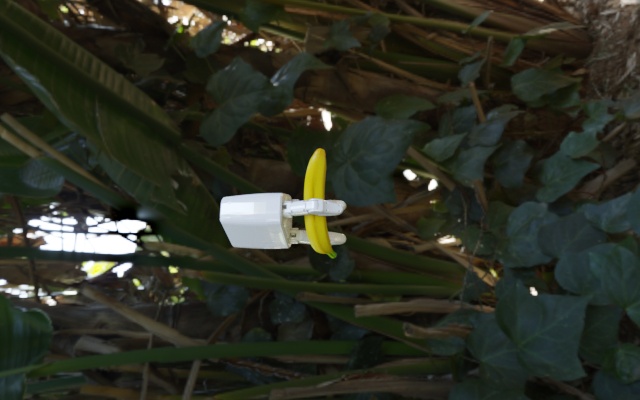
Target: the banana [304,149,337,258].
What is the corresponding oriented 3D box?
[{"bbox_3d":[-0.005,0.007,0.830,0.037,0.198,0.069,-4,1,18],"label":"banana"}]
